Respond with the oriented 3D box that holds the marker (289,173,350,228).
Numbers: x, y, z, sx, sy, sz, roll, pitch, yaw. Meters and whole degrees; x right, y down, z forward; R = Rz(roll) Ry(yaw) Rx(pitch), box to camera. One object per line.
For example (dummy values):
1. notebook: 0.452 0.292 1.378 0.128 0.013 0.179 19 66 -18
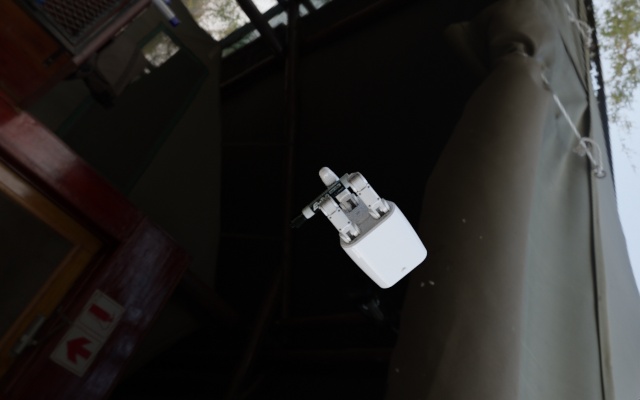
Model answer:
1. marker: 0.000 0.002 0.750 0.121 0.020 0.020 -39 -3 3
